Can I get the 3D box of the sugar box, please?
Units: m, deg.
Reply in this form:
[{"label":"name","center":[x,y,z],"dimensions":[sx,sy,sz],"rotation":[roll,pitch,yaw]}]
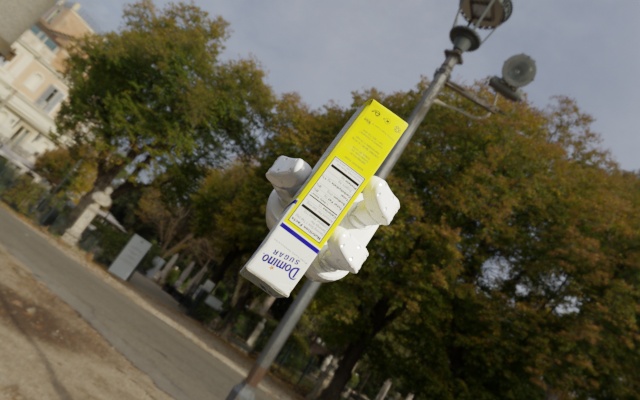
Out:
[{"label":"sugar box","center":[0.001,0.002,0.416],"dimensions":[0.048,0.176,0.093],"rotation":[35,-15,-4]}]
